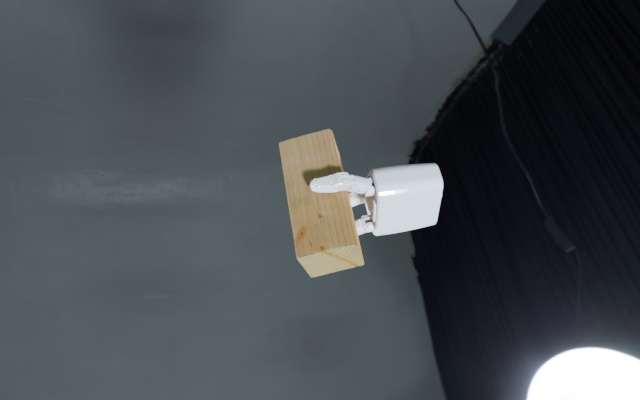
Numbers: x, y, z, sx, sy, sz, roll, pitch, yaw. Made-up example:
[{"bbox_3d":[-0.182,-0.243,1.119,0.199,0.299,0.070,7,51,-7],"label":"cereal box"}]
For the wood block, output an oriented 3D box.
[{"bbox_3d":[0.000,0.002,0.756,0.090,0.206,0.091,-14,-29,6],"label":"wood block"}]
